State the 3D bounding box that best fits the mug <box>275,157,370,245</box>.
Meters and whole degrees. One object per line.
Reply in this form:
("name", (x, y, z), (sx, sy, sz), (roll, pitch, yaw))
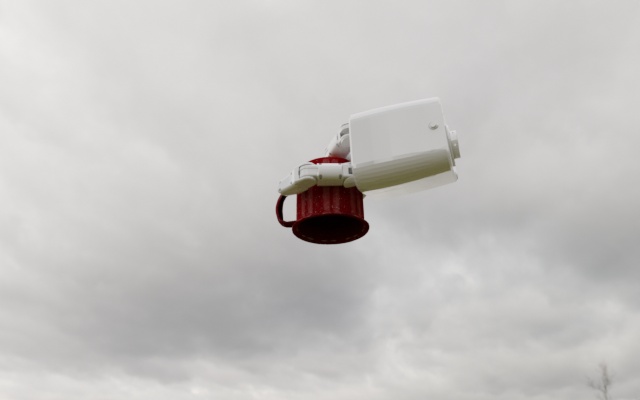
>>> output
("mug", (-0.001, 0.002, 0.591), (0.117, 0.081, 0.093), (-10, -28, 17))
